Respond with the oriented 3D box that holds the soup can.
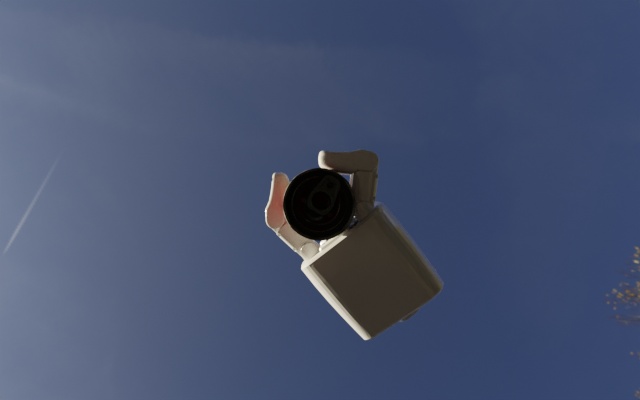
[{"bbox_3d":[0.000,0.001,0.492,0.068,0.068,0.102,0,2,1],"label":"soup can"}]
